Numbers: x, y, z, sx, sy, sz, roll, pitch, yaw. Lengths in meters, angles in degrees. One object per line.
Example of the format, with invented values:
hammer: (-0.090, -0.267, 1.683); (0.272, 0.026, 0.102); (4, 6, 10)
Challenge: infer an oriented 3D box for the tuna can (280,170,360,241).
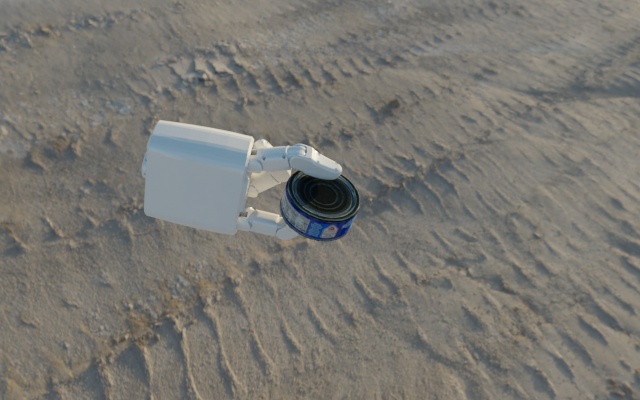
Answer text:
tuna can: (0.000, 0.001, 0.529); (0.086, 0.086, 0.034); (0, -42, -22)
